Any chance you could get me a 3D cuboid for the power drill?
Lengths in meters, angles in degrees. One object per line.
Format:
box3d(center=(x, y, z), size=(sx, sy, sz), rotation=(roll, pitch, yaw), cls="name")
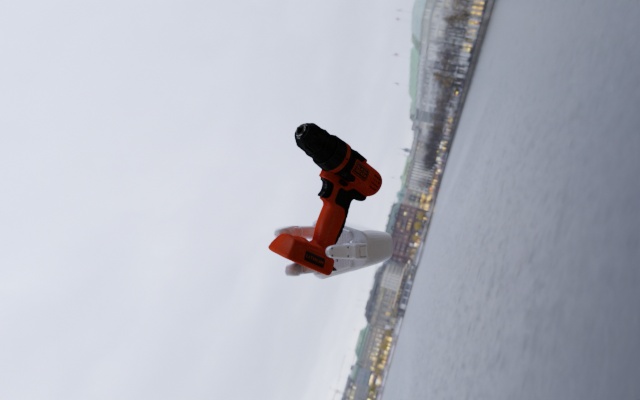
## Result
box3d(center=(0.000, 0.003, 0.688), size=(0.184, 0.187, 0.057), rotation=(31, -7, -42), cls="power drill")
